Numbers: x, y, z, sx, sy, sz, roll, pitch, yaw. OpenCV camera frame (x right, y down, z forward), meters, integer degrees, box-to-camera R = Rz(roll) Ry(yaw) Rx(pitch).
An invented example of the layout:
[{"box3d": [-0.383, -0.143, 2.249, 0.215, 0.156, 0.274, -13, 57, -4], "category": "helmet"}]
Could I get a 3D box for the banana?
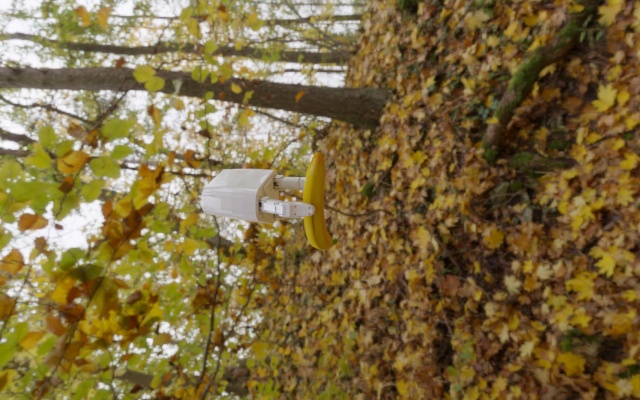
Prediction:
[{"box3d": [-0.005, 0.016, 0.820, 0.037, 0.198, 0.069, 6, 37, 19], "category": "banana"}]
